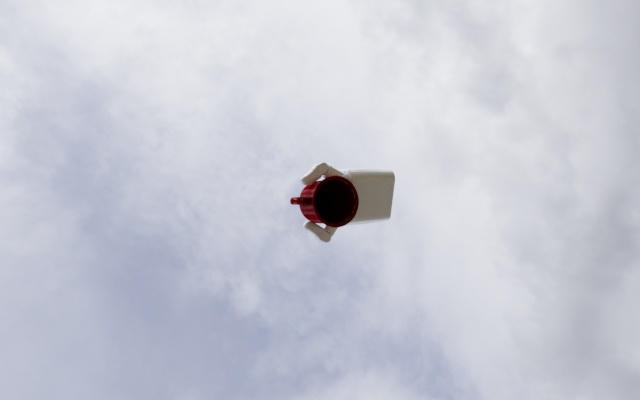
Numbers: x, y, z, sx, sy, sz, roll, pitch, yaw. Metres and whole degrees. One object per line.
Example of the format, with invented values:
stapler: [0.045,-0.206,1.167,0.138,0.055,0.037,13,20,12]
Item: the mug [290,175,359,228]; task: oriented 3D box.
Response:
mug: [-0.001,0.003,0.879,0.117,0.093,0.081,-2,0,-26]
